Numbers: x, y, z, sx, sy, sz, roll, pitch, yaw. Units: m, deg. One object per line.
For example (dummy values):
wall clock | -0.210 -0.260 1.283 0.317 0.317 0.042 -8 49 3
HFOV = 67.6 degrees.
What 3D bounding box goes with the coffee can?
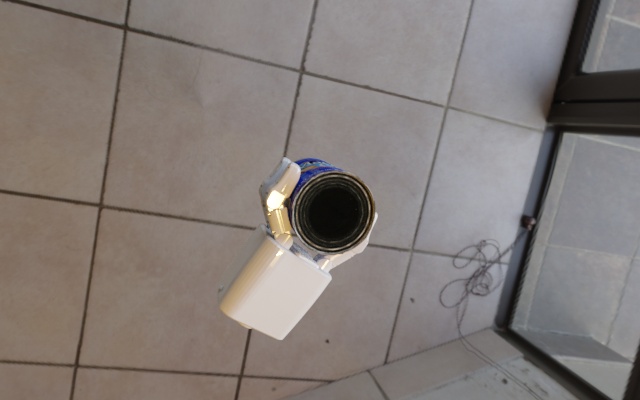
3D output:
coffee can | 0.000 0.002 0.624 0.103 0.103 0.140 0 11 -14
